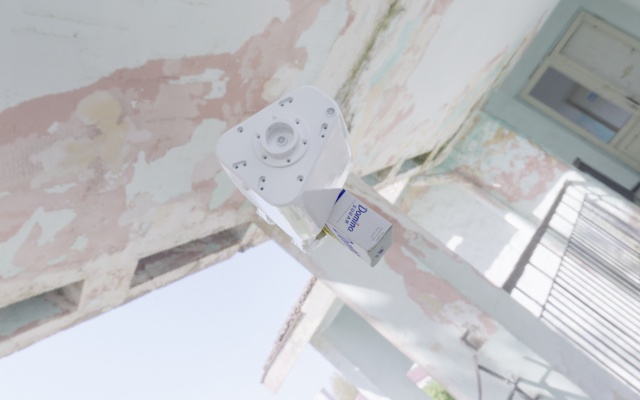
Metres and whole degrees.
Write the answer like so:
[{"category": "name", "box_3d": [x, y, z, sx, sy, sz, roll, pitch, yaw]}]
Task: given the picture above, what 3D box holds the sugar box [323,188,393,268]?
[{"category": "sugar box", "box_3d": [0.000, 0.002, 0.539, 0.176, 0.048, 0.093, 39, -8, 17]}]
